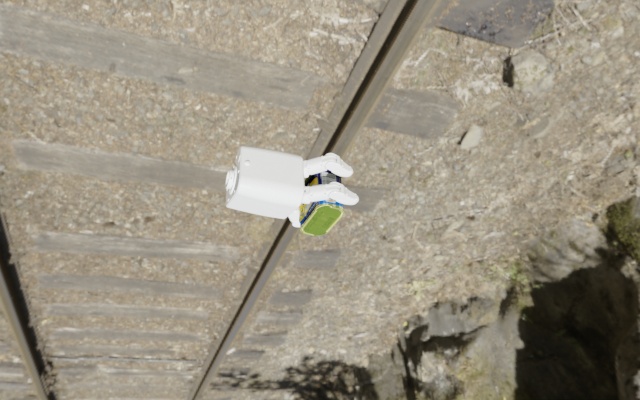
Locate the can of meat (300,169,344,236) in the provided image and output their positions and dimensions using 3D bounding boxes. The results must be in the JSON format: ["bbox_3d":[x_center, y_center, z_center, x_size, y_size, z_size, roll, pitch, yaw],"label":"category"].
[{"bbox_3d":[0.000,0.003,0.833,0.057,0.084,0.102,12,-38,-21],"label":"can of meat"}]
